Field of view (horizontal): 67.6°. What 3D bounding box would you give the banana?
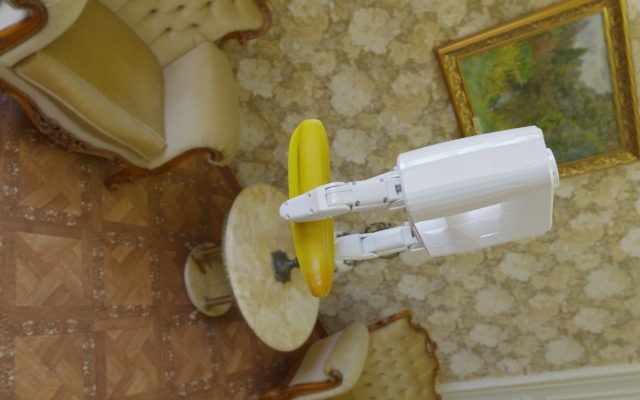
[{"bbox_3d":[-0.006,-0.012,0.441,0.037,0.197,0.070,-12,-40,13],"label":"banana"}]
